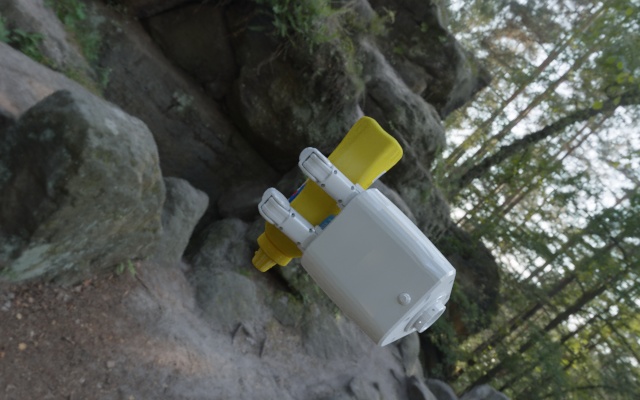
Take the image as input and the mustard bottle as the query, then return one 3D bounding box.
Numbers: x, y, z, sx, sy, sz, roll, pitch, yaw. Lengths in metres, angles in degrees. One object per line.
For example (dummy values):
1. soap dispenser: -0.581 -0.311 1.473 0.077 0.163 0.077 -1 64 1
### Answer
1. mustard bottle: 0.000 0.001 0.497 0.058 0.191 0.096 44 5 2
